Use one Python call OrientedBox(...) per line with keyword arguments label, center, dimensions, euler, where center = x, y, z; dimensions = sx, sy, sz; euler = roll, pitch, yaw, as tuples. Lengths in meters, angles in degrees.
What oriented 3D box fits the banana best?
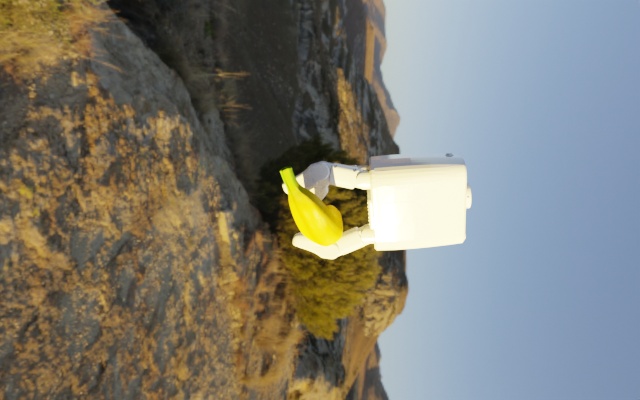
OrientedBox(label="banana", center=(0.002, 0.019, 0.541), dimensions=(0.037, 0.069, 0.198), euler=(-10, -15, 10))
